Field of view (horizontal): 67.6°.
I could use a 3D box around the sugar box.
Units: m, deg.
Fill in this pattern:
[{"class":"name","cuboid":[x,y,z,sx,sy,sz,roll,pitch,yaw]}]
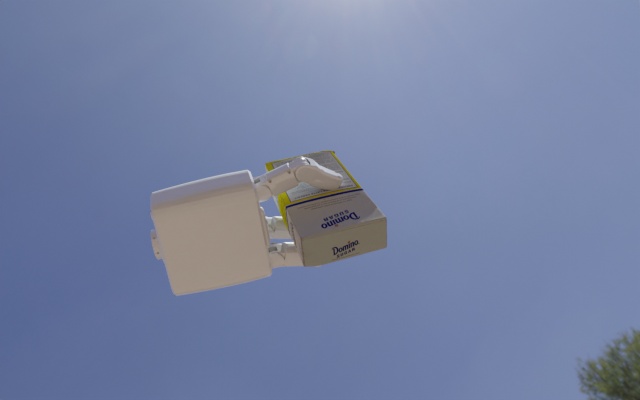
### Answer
[{"class":"sugar box","cuboid":[0.000,0.002,0.549,0.093,0.048,0.176,-13,35,-11]}]
